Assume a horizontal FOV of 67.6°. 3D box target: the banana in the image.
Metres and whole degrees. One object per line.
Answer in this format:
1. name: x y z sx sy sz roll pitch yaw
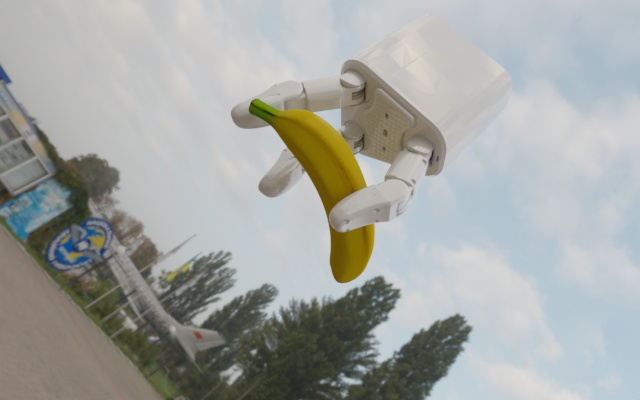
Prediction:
1. banana: 0.011 0.003 0.385 0.069 0.198 0.037 18 50 45
